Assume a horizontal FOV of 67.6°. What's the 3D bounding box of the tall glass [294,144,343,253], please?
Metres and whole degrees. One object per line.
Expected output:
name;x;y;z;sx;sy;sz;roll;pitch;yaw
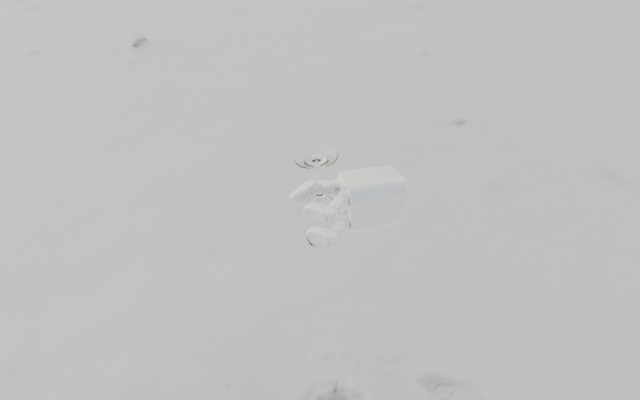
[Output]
tall glass;0.000;0.002;0.861;0.079;0.201;0.079;-3;39;3
